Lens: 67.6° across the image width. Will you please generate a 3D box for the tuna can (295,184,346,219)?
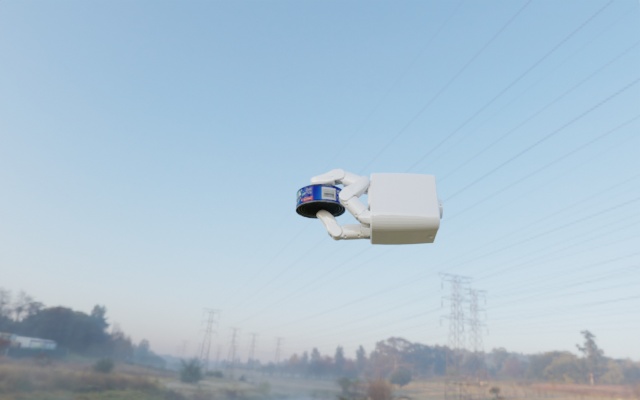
[{"bbox_3d":[0.000,0.002,0.822,0.086,0.033,0.086,0,-22,0],"label":"tuna can"}]
